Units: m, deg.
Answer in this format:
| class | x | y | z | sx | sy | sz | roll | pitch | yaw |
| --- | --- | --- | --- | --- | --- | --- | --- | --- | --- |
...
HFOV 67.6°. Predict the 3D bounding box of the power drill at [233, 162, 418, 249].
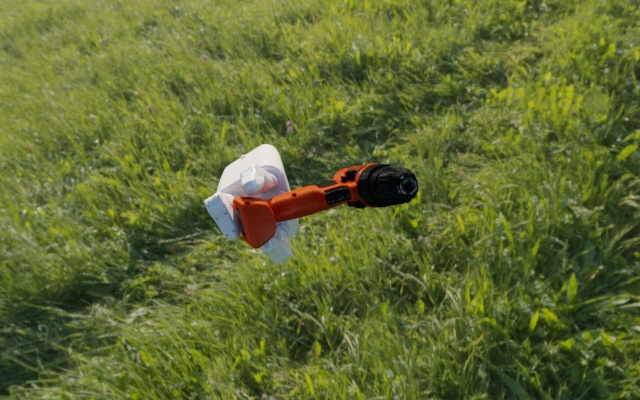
| class | x | y | z | sx | sy | sz | roll | pitch | yaw |
| --- | --- | --- | --- | --- | --- | --- | --- | --- | --- |
| power drill | 0.000 | 0.002 | 0.553 | 0.187 | 0.057 | 0.184 | -15 | 5 | -16 |
